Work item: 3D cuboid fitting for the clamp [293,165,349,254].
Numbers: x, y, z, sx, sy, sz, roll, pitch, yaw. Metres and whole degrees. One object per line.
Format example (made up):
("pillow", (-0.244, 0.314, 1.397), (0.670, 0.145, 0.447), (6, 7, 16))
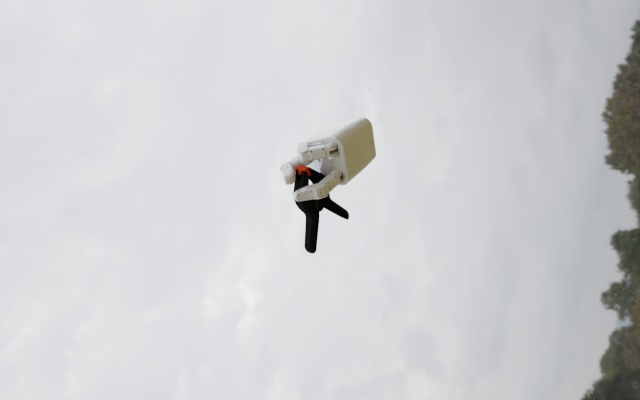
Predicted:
("clamp", (0.000, 0.003, 0.900), (0.039, 0.172, 0.120), (13, 38, 37))
